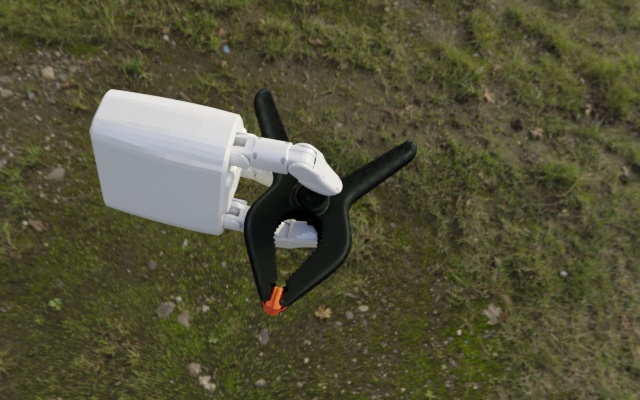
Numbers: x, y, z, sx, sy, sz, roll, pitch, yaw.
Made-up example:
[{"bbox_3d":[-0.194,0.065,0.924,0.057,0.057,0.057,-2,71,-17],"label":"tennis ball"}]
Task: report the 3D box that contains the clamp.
[{"bbox_3d":[0.000,0.001,0.427,0.164,0.210,0.036,12,-25,-3],"label":"clamp"}]
